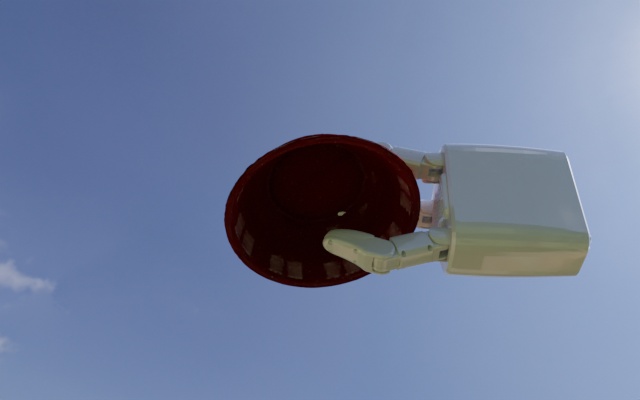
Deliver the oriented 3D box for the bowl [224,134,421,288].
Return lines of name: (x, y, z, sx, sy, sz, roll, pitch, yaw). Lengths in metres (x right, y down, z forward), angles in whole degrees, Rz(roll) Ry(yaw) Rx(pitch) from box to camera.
bowl: (-0.001, 0.001, 0.410, 0.162, 0.162, 0.055, 0, 38, -10)
